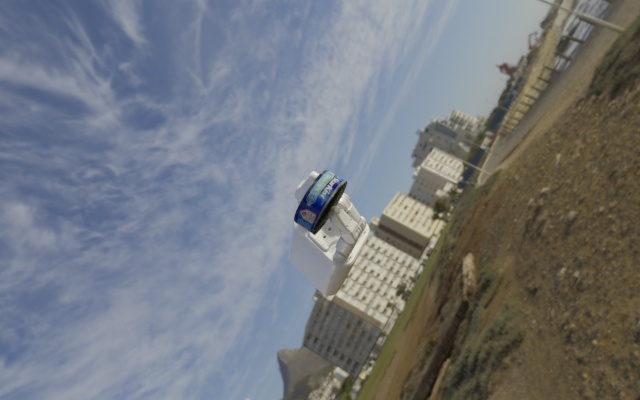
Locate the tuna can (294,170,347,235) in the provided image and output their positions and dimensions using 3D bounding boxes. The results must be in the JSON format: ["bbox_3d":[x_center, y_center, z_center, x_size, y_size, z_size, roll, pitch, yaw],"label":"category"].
[{"bbox_3d":[0.000,0.002,0.648,0.034,0.086,0.086,32,5,9],"label":"tuna can"}]
